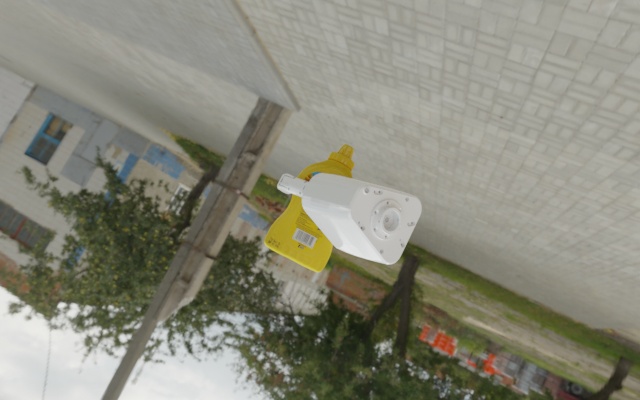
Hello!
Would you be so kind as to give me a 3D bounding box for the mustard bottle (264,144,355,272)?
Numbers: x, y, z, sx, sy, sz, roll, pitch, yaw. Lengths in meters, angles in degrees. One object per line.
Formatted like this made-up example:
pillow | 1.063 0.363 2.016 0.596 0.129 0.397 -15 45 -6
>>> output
mustard bottle | 0.000 0.003 0.712 0.096 0.191 0.058 28 -8 -7
